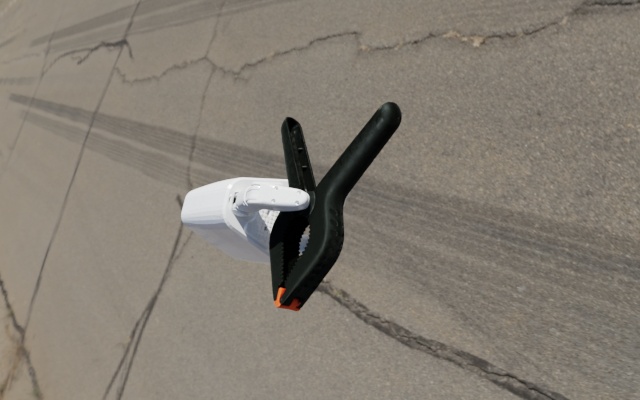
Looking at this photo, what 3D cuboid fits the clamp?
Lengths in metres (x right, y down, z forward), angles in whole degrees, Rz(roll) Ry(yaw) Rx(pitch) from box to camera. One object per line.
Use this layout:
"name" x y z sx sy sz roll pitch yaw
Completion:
"clamp" -0.001 0.002 0.461 0.036 0.210 0.164 21 -18 -38
